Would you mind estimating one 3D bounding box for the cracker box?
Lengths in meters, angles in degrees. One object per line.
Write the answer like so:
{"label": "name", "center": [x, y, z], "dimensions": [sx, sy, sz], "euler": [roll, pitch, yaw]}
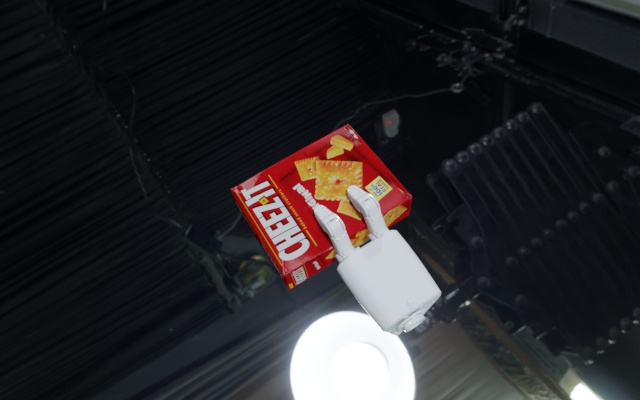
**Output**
{"label": "cracker box", "center": [0.000, 0.002, 0.707], "dimensions": [0.213, 0.164, 0.072], "euler": [-30, -27, -11]}
